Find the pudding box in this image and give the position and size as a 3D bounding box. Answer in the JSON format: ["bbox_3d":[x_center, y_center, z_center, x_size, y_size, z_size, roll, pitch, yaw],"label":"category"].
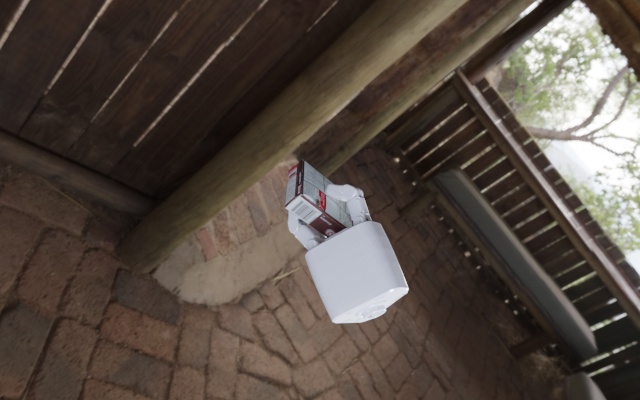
[{"bbox_3d":[0.000,0.002,0.734,0.039,0.090,0.113,-37,-59,26],"label":"pudding box"}]
